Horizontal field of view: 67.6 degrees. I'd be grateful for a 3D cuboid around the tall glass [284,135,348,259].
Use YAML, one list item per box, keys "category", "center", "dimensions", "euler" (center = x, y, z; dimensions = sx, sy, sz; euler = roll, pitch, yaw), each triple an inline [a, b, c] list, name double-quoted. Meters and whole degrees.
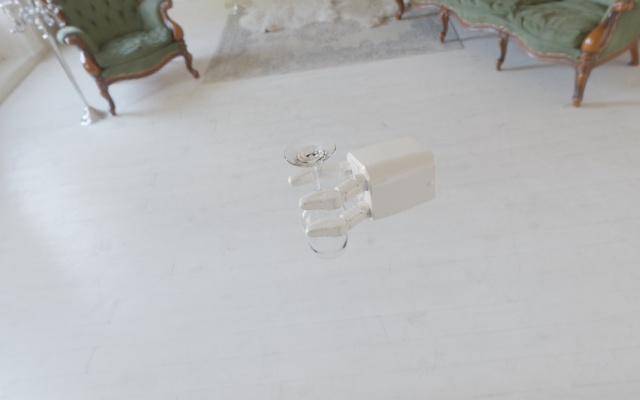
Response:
- category: "tall glass"
  center: [0.000, 0.002, 0.736]
  dimensions: [0.079, 0.201, 0.079]
  euler: [-6, 42, 6]
